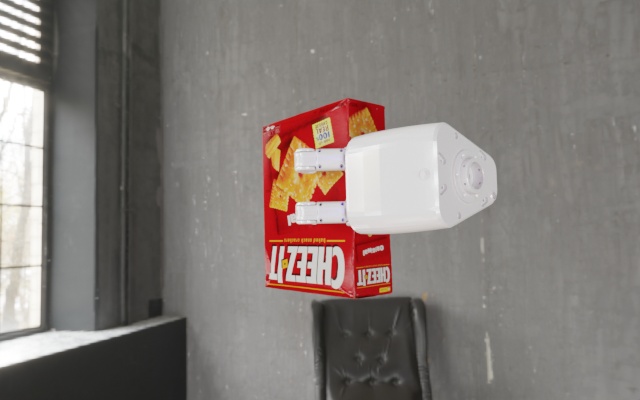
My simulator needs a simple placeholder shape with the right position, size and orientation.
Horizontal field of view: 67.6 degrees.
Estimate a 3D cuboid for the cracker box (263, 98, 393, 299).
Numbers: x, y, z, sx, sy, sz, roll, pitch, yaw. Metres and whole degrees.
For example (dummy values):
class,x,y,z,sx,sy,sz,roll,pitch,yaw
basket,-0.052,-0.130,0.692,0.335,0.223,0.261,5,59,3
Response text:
class,x,y,z,sx,sy,sz,roll,pitch,yaw
cracker box,0.000,0.002,0.575,0.072,0.213,0.164,2,-5,-41
